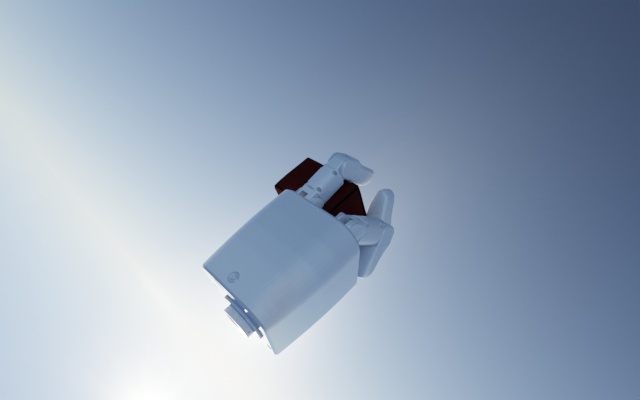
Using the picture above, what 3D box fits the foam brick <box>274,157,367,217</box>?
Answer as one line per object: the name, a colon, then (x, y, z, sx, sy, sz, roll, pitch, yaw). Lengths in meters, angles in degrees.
foam brick: (0.000, 0.001, 0.490, 0.051, 0.053, 0.078, -42, 49, -19)
